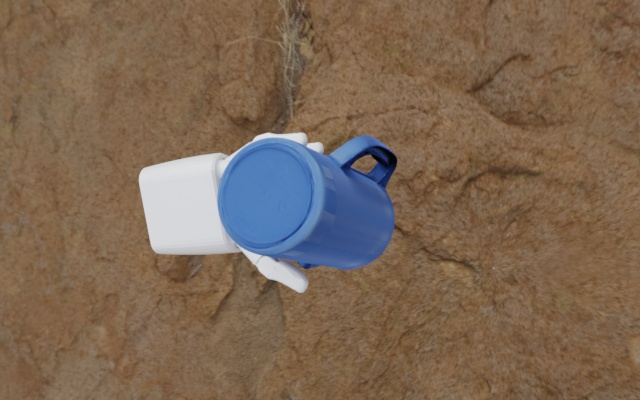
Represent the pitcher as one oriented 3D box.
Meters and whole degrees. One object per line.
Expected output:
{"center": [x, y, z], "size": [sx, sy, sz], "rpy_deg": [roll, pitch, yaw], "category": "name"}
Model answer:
{"center": [0.000, 0.002, 0.529], "size": [0.145, 0.149, 0.243], "rpy_deg": [-3, -9, 20], "category": "pitcher"}
